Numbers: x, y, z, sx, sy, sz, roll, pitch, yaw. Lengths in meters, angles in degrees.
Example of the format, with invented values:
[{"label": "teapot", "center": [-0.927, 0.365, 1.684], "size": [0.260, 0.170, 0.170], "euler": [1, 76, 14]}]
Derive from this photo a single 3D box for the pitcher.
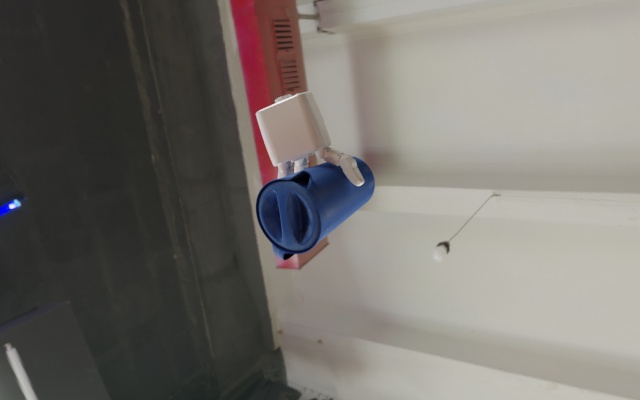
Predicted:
[{"label": "pitcher", "center": [0.000, 0.003, 0.889], "size": [0.149, 0.145, 0.242], "euler": [-18, 6, 36]}]
